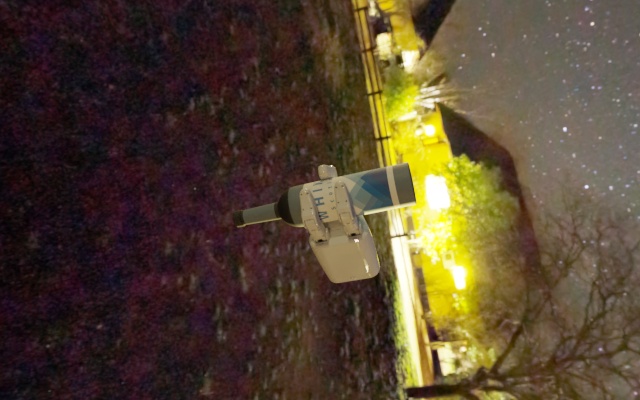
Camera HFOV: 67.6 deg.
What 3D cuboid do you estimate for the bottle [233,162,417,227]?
[{"bbox_3d":[0.000,0.002,0.762,0.296,0.069,0.069,-12,-3,13],"label":"bottle"}]
